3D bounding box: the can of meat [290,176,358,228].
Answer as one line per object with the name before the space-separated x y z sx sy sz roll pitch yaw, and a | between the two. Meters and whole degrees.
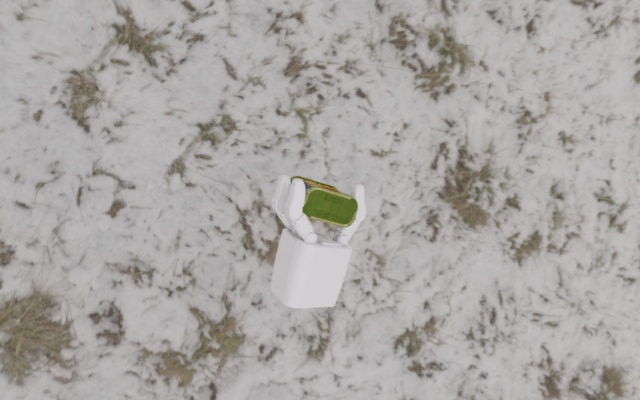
can of meat | 0.000 0.003 0.773 0.102 0.057 0.084 16 6 -26
